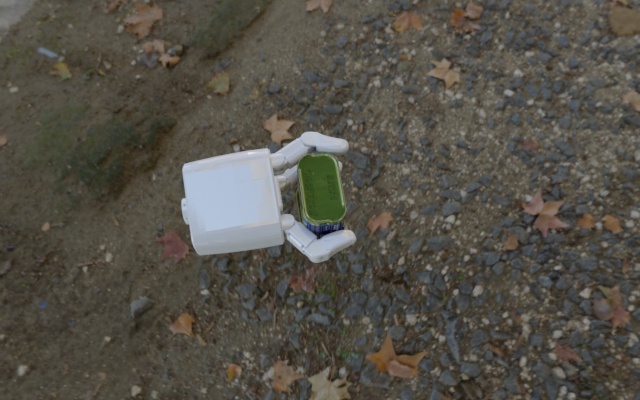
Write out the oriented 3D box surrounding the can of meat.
[{"bbox_3d":[0.000,0.002,0.601,0.057,0.102,0.084,-7,-26,-4],"label":"can of meat"}]
